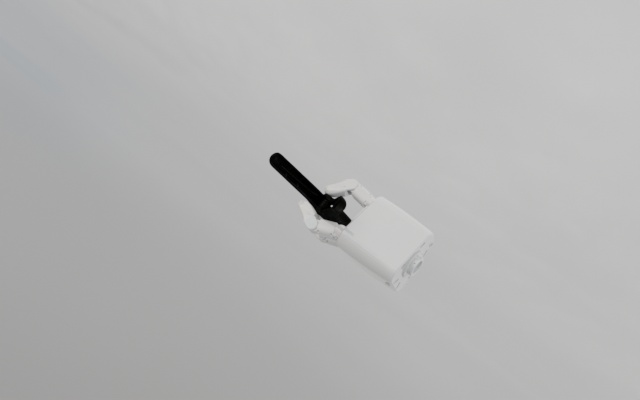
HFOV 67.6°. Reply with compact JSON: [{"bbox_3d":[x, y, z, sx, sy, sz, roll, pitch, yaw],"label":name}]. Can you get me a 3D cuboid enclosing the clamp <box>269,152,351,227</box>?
[{"bbox_3d":[0.001,0.002,0.808,0.164,0.036,0.210,38,-8,27],"label":"clamp"}]
